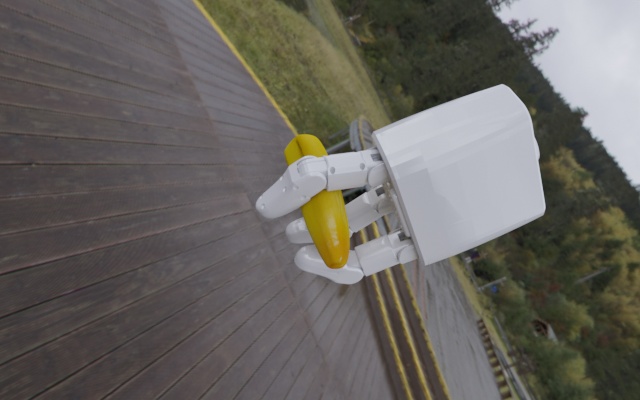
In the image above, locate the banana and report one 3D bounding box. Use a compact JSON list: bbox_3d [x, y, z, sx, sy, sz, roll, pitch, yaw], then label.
[{"bbox_3d":[-0.005,-0.016,0.414,0.037,0.070,0.197,-18,24,-2],"label":"banana"}]
